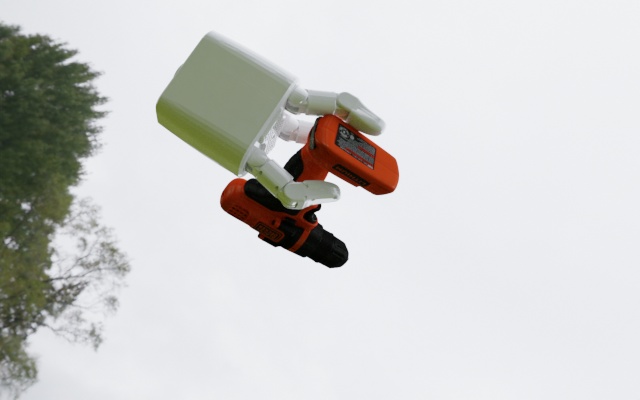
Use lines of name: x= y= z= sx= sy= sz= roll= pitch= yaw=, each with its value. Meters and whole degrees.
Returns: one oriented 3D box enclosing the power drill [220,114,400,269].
power drill: x=0.000 y=0.001 z=0.548 sx=0.184 sy=0.057 sz=0.188 roll=31 pitch=-47 yaw=-22
